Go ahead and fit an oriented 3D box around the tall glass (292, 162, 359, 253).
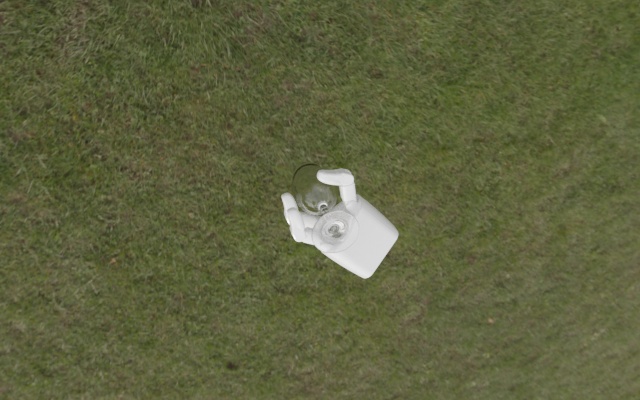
[{"bbox_3d":[0.000,0.003,0.801,0.079,0.079,0.201,0,28,-15],"label":"tall glass"}]
